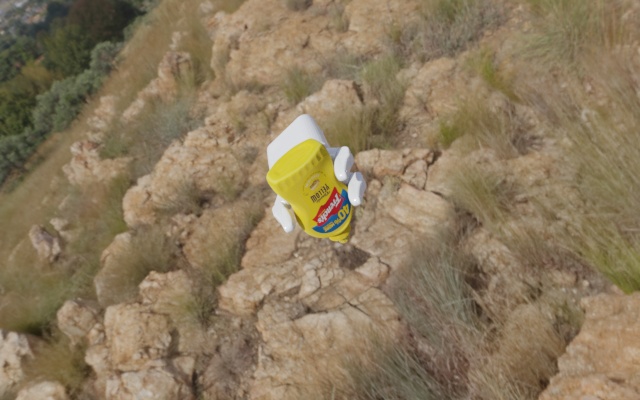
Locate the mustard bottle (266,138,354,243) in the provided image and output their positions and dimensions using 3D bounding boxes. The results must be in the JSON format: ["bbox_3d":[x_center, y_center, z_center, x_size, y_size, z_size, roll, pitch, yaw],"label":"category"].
[{"bbox_3d":[0.000,0.002,0.744,0.058,0.096,0.192,33,-19,48],"label":"mustard bottle"}]
